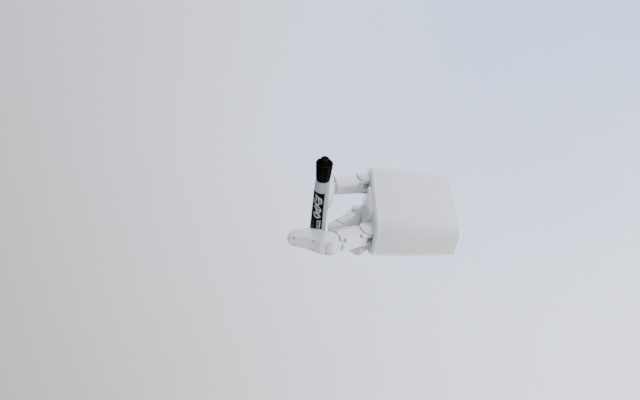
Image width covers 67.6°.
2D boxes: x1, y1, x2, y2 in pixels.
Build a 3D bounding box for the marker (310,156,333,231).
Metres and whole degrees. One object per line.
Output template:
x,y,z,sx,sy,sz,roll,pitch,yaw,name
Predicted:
0.000,0.002,0.549,0.020,0.121,0.020,4,38,-3,marker
